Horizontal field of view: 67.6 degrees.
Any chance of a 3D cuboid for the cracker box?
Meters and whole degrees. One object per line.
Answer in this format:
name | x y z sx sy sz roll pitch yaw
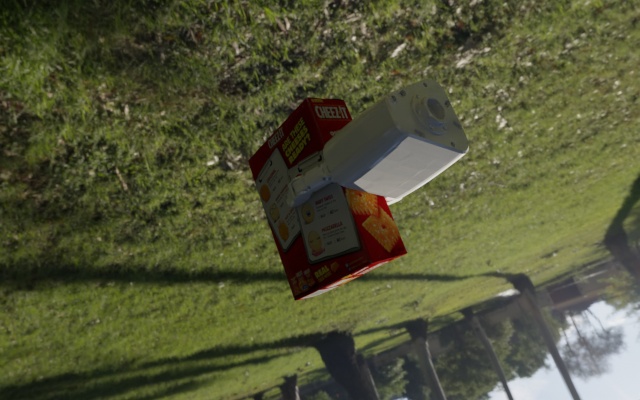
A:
cracker box | 0.000 0.002 0.619 0.072 0.213 0.164 -7 -20 -40
